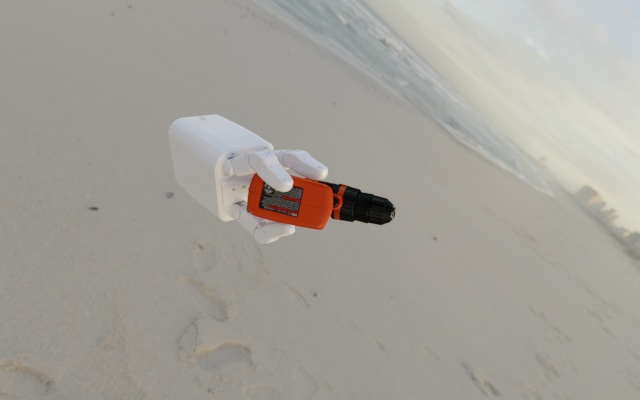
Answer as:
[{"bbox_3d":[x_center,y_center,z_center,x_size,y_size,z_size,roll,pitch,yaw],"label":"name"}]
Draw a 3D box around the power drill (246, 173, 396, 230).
[{"bbox_3d":[0.000,0.002,0.629,0.184,0.057,0.187,11,2,14],"label":"power drill"}]
